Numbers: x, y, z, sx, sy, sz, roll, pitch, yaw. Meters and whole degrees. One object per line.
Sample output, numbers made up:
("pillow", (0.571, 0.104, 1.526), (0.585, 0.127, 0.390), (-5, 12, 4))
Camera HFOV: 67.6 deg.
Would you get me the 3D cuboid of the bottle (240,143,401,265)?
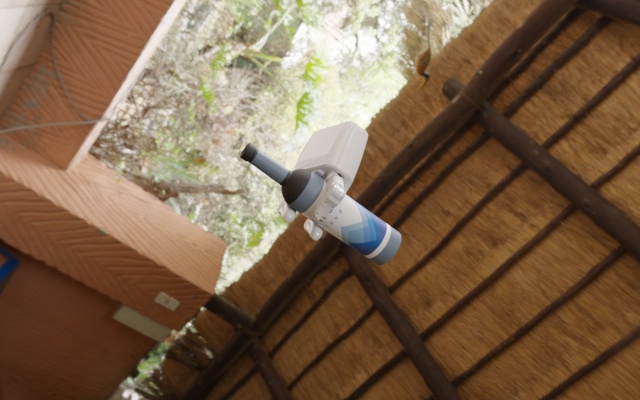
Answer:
("bottle", (0.000, 0.003, 0.770), (0.296, 0.069, 0.069), (35, -12, -18))
